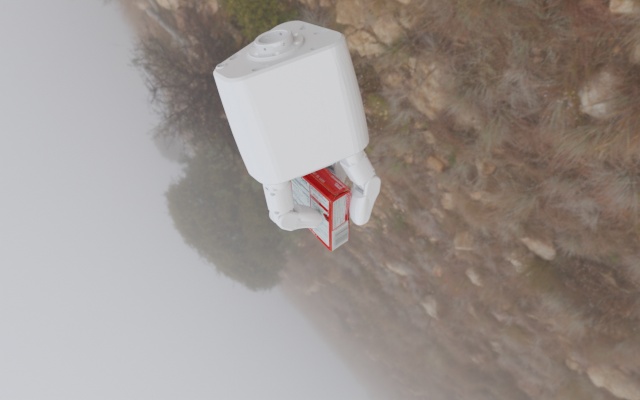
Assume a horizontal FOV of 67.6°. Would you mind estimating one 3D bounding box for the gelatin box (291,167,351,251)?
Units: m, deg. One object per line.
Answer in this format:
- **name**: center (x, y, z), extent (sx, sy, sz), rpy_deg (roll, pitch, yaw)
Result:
- **gelatin box**: center (0.000, 0.002, 0.529), extent (0.030, 0.089, 0.073), rpy_deg (-30, 54, -24)
